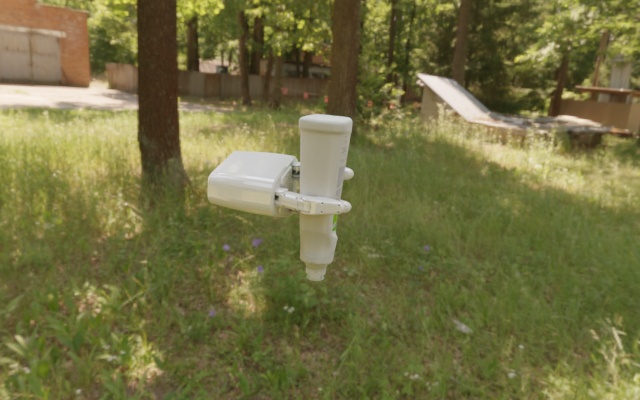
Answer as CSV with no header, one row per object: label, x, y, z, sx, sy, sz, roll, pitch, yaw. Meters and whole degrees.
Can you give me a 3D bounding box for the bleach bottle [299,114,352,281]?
bleach bottle,0.000,0.002,0.712,0.068,0.251,0.102,8,15,13
